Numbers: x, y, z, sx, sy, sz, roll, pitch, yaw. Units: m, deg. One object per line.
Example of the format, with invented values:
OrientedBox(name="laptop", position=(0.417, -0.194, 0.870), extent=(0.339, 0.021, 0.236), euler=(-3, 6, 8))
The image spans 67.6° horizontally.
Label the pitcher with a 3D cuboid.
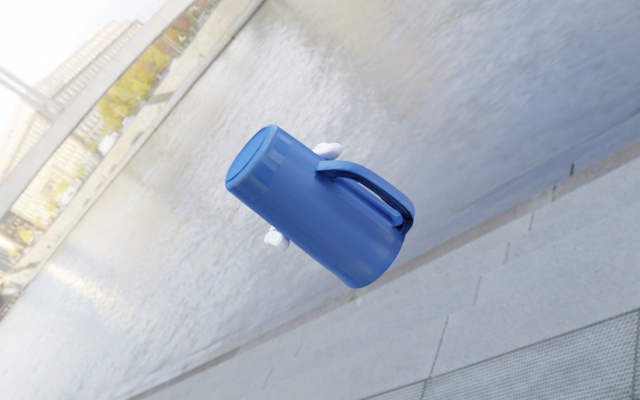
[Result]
OrientedBox(name="pitcher", position=(0.000, 0.002, 0.658), extent=(0.243, 0.149, 0.145), euler=(37, 0, -21))
